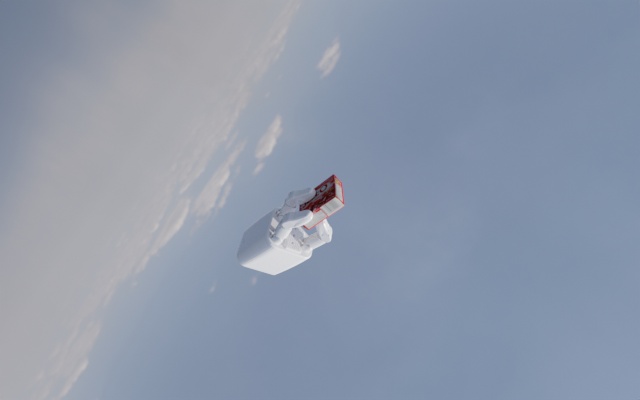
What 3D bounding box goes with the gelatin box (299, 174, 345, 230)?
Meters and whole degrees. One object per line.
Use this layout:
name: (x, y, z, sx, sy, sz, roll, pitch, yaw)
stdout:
gelatin box: (0.001, 0.003, 0.877, 0.089, 0.030, 0.073, -35, 29, 22)
